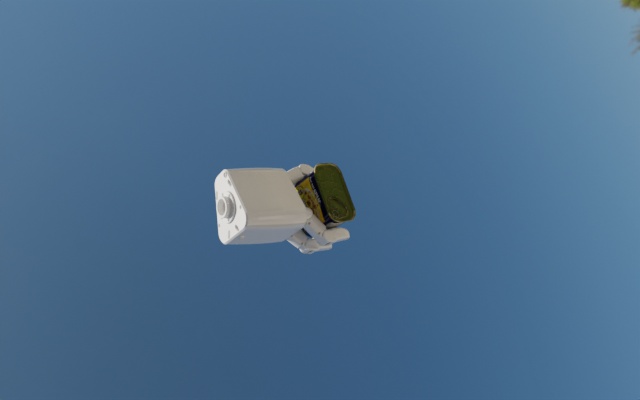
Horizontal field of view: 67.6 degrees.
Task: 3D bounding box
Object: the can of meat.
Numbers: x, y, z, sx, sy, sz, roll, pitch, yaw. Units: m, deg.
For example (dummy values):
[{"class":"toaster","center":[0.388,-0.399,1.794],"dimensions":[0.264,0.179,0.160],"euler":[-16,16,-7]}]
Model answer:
[{"class":"can of meat","center":[0.000,0.003,0.784],"dimensions":[0.057,0.102,0.084],"euler":[-6,-20,-41]}]
